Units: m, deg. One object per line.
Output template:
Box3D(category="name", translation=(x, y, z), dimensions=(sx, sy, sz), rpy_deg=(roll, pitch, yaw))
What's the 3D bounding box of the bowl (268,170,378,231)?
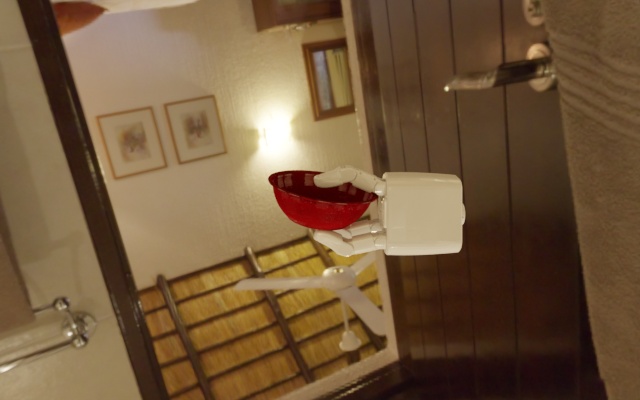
Box3D(category="bowl", translation=(-0.001, 0.002, 0.699), dimensions=(0.162, 0.055, 0.162), rpy_deg=(9, 17, -3))
